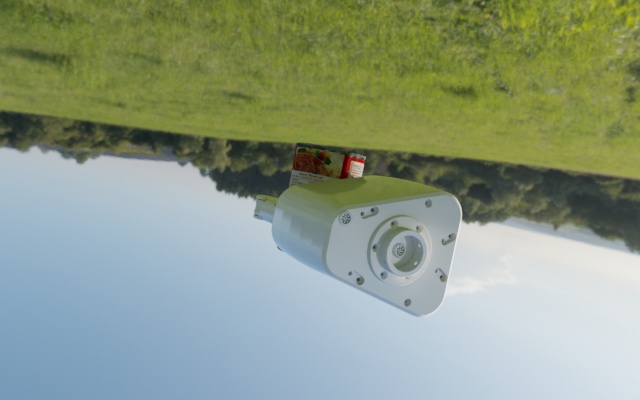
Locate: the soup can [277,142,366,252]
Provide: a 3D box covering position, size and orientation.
[{"bbox_3d":[0.000,0.002,0.457,0.068,0.102,0.068,11,3,-1],"label":"soup can"}]
